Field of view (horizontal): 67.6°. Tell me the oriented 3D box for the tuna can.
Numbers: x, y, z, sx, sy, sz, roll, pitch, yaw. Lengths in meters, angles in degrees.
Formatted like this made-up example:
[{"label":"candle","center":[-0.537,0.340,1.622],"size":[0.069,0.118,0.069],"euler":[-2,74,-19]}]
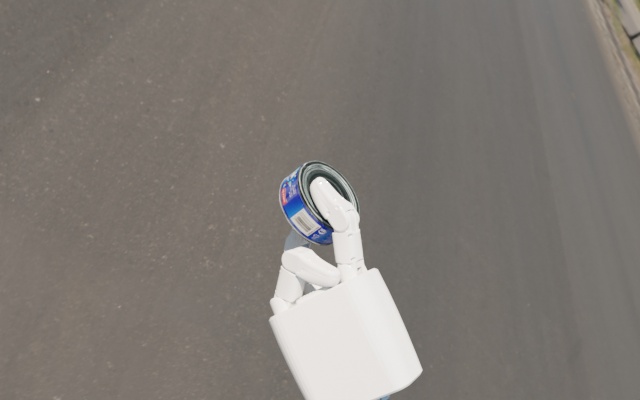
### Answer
[{"label":"tuna can","center":[0.000,0.001,0.499],"size":[0.086,0.086,0.034],"euler":[0,-29,-47]}]
